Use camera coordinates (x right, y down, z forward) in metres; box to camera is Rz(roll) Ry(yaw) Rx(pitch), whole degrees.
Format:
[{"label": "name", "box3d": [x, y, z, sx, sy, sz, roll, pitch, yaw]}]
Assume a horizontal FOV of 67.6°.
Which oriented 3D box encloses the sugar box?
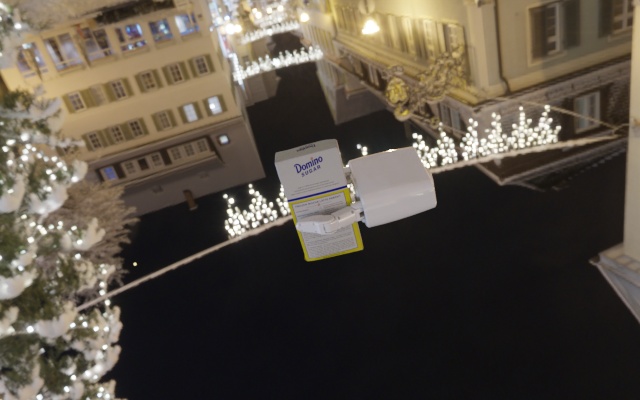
[{"label": "sugar box", "box3d": [0.000, 0.002, 0.712, 0.093, 0.176, 0.048, -13, 26, 3]}]
